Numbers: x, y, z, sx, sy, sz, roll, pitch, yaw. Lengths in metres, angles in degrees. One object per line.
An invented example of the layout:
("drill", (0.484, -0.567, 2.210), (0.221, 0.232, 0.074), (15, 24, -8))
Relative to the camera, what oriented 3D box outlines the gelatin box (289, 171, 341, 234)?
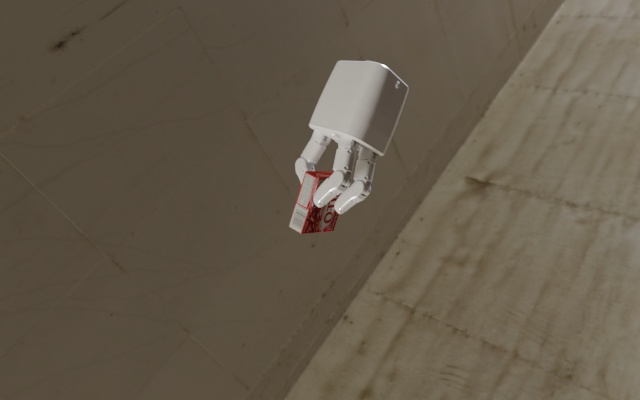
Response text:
("gelatin box", (0.000, 0.002, 0.690), (0.030, 0.089, 0.073), (29, 19, 36))
